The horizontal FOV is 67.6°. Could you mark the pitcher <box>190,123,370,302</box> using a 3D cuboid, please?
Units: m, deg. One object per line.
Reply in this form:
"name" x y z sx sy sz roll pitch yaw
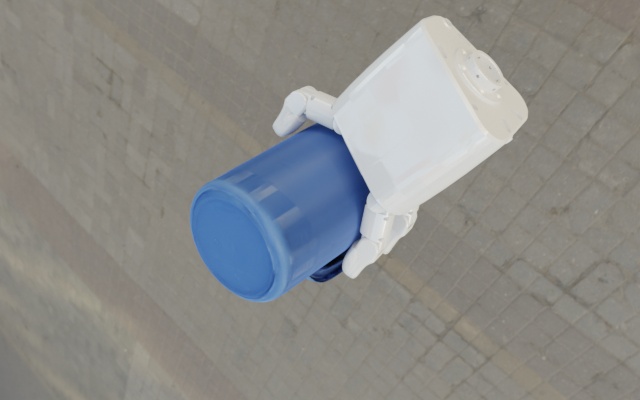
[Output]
"pitcher" 0.000 0.001 0.465 0.242 0.149 0.145 -33 -4 -46
